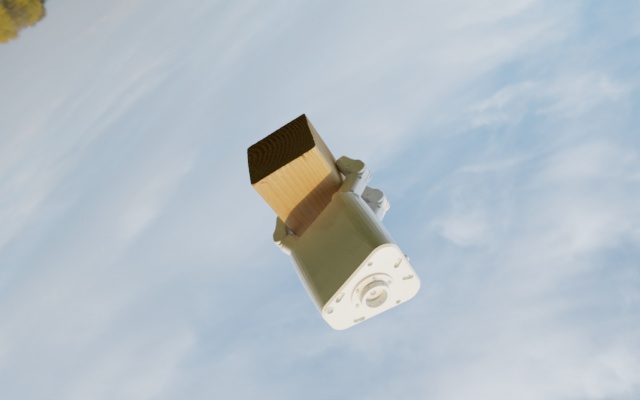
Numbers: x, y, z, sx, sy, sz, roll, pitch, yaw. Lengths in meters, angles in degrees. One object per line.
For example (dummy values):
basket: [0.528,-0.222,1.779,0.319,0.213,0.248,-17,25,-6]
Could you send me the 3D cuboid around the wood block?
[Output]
wood block: [0.000,0.003,0.633,0.091,0.206,0.090,-30,37,10]
